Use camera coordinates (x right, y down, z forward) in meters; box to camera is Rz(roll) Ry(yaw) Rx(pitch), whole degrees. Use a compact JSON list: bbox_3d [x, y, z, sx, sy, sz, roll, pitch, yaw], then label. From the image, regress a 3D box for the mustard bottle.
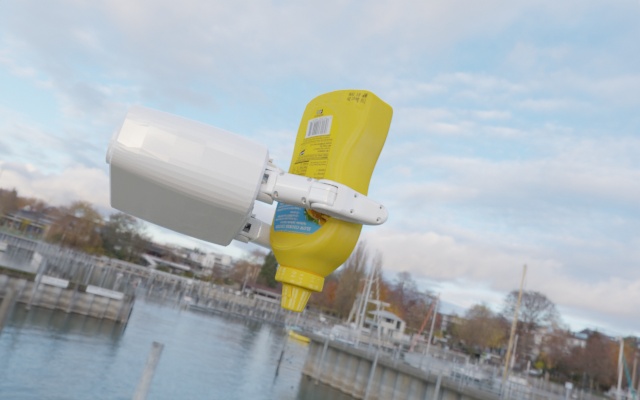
[{"bbox_3d":[0.000,0.001,0.418,0.058,0.191,0.096,26,-16,-38],"label":"mustard bottle"}]
